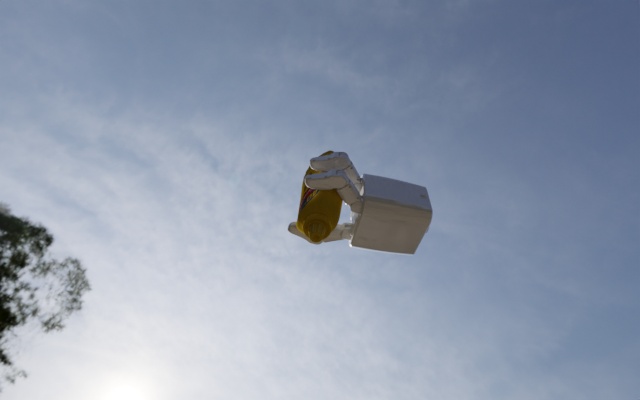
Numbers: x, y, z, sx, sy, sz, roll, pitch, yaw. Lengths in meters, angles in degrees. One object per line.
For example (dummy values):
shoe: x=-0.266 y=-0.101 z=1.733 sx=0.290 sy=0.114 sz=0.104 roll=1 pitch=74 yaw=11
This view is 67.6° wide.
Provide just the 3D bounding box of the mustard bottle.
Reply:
mustard bottle: x=0.000 y=0.002 z=0.744 sx=0.058 sy=0.096 sz=0.191 roll=31 pitch=29 yaw=-15
